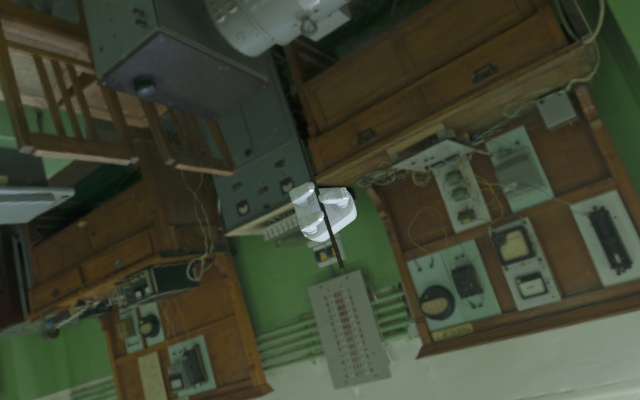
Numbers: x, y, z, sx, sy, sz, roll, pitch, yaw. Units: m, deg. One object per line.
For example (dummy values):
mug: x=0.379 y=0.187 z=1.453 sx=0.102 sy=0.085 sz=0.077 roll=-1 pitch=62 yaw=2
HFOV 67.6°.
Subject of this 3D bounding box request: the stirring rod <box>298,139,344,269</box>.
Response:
stirring rod: x=0.000 y=0.003 z=0.834 sx=0.011 sy=0.239 sz=0.011 roll=-17 pitch=-13 yaw=-4
